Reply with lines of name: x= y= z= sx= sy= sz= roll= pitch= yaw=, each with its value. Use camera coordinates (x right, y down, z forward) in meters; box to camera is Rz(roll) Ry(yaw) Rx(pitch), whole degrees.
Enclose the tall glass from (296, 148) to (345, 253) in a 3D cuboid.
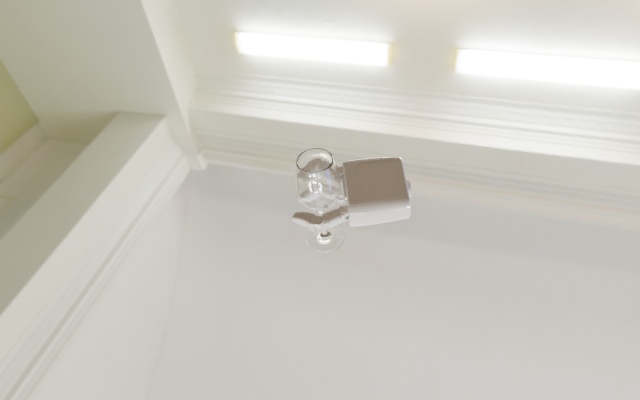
tall glass: x=0.000 y=0.003 z=0.849 sx=0.079 sy=0.079 sz=0.201 roll=0 pitch=-44 yaw=8
